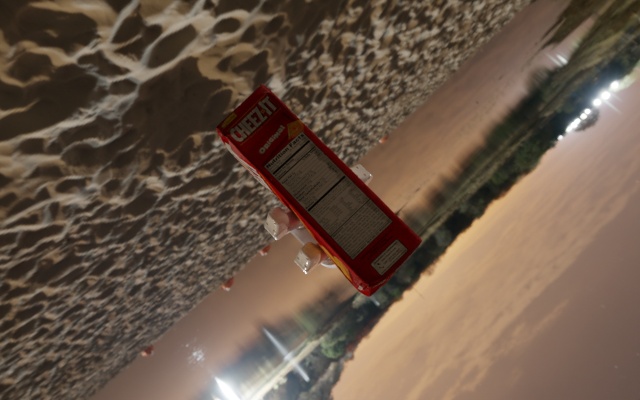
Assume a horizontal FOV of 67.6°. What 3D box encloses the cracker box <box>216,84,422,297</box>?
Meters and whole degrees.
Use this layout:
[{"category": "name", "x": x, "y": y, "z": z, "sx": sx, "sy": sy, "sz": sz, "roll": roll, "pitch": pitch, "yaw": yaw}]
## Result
[{"category": "cracker box", "x": 0.000, "y": 0.002, "z": 0.505, "sx": 0.072, "sy": 0.213, "sz": 0.164, "roll": -43, "pitch": -13, "yaw": -5}]
